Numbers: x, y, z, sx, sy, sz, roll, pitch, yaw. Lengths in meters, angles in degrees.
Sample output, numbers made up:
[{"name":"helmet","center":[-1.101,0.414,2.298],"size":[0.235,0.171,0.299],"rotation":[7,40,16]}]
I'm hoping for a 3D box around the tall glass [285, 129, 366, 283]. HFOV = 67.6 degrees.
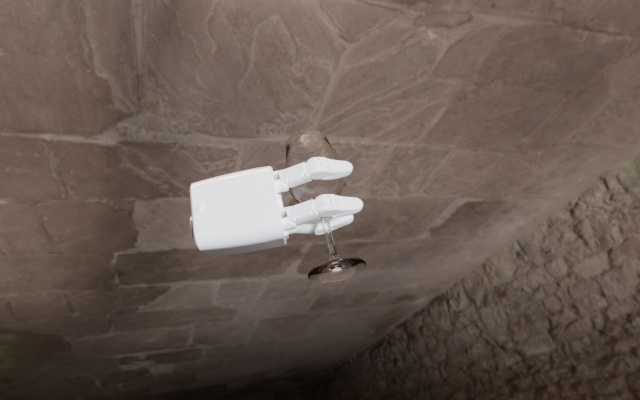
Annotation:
[{"name":"tall glass","center":[0.000,0.003,0.638],"size":[0.079,0.201,0.079],"rotation":[-10,-28,-5]}]
